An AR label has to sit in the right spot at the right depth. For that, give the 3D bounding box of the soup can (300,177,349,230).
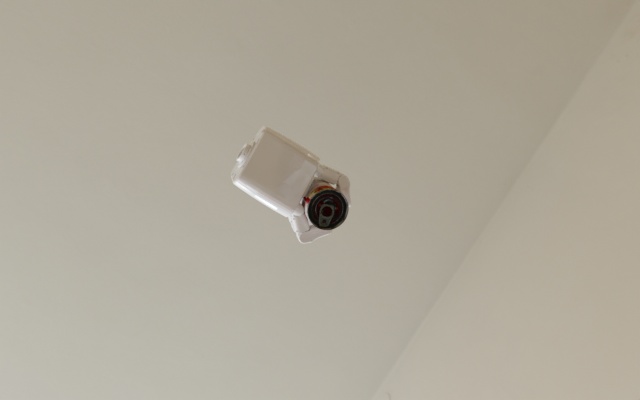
[{"bbox_3d":[0.001,0.003,0.799,0.068,0.068,0.102,0,14,-14],"label":"soup can"}]
